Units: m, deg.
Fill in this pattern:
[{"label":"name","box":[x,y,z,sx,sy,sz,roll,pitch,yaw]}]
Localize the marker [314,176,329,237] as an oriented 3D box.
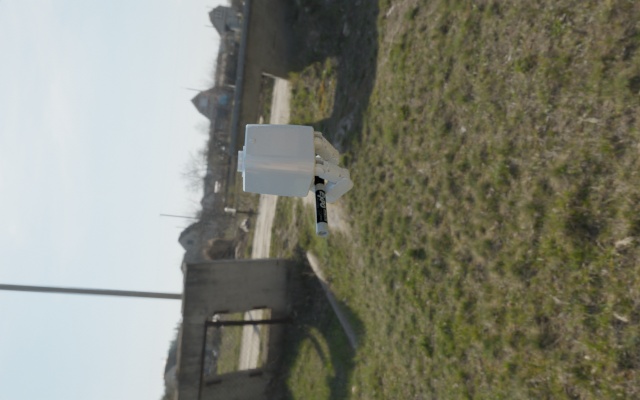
[{"label":"marker","box":[0.000,0.002,0.754,0.020,0.121,0.020,-2,-37,-2]}]
